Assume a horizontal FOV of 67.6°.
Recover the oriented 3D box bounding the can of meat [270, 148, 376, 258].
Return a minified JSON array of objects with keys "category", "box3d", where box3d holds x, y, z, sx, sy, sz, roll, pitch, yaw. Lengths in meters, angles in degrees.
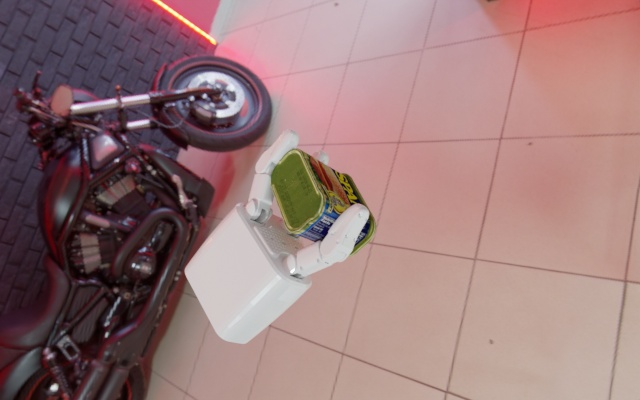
[{"category":"can of meat","box3d":[0.000,0.002,0.504,0.057,0.102,0.084,-43,-44,20]}]
